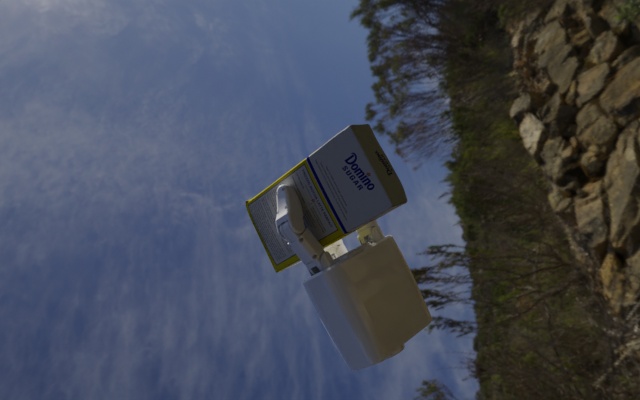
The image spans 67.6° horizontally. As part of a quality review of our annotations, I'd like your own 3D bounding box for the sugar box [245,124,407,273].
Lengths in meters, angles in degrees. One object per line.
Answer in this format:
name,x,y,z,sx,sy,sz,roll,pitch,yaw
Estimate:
sugar box,0.000,0.002,0.520,0.176,0.093,0.048,-32,-9,33
